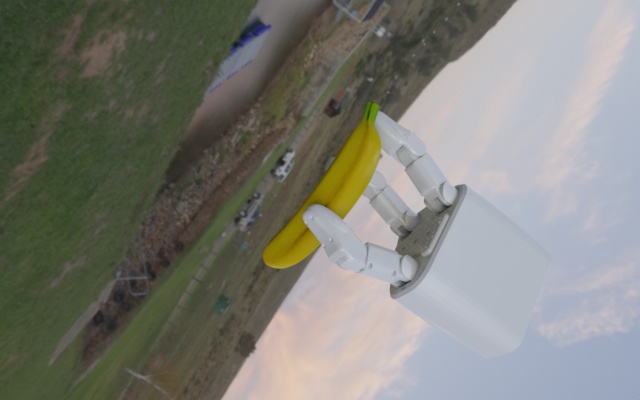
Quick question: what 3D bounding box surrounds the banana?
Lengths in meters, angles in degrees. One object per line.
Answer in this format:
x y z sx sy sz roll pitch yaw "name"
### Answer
0.000 0.007 0.426 0.037 0.198 0.069 33 26 -9 "banana"
